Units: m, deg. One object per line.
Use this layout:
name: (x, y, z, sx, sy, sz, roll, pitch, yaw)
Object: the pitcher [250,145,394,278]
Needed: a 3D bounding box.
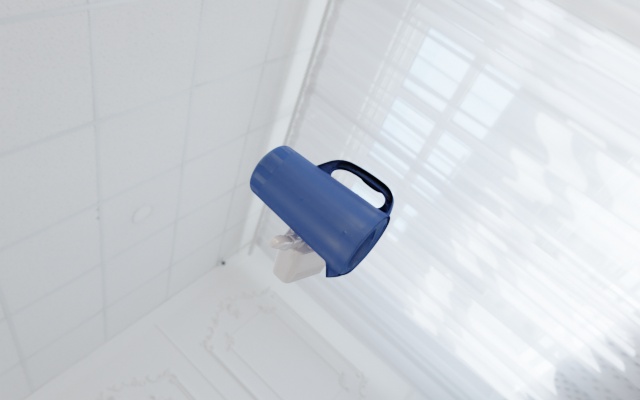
pitcher: (0.000, 0.003, 0.846, 0.242, 0.145, 0.149, 39, 44, 17)
